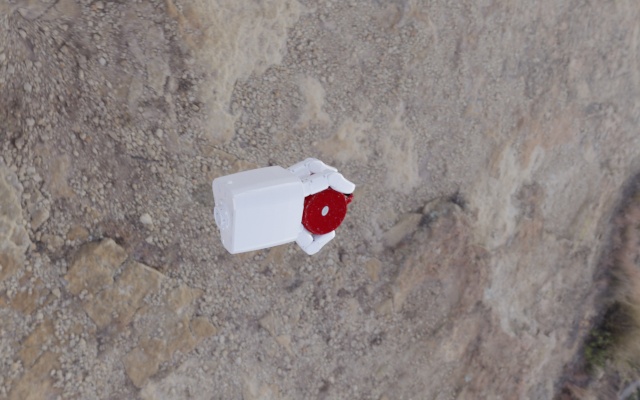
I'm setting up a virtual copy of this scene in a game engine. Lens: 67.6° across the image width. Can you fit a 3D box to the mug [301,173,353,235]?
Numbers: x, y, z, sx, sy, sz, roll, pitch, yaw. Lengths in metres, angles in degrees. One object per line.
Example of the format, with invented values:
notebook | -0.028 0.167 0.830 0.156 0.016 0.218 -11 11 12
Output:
mug | 0.001 0.002 0.778 0.117 0.093 0.081 -13 26 -27
